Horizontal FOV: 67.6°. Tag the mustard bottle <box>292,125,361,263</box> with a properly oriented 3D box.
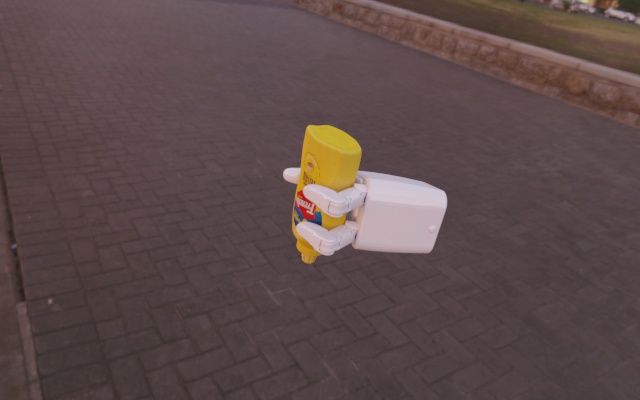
[{"bbox_3d":[0.000,0.002,0.645,0.058,0.192,0.096,-6,32,-31],"label":"mustard bottle"}]
